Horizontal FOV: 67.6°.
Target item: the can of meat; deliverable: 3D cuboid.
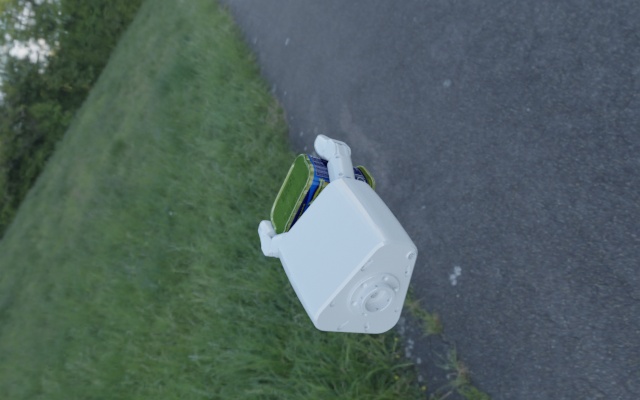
[{"bbox_3d":[0.000,0.002,0.549,0.084,0.102,0.057,12,29,-29],"label":"can of meat"}]
